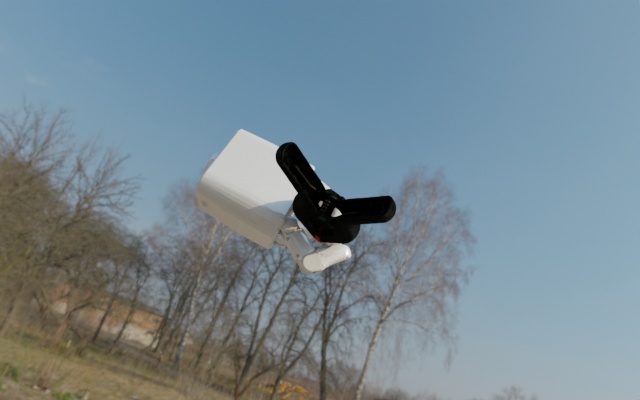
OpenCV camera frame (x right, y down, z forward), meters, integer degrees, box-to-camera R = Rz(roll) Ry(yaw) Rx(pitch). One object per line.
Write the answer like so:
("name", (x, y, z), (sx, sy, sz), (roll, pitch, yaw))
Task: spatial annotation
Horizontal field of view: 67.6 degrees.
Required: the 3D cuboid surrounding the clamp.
("clamp", (0.000, 0.001, 0.492), (0.120, 0.039, 0.171), (38, -23, 1))
